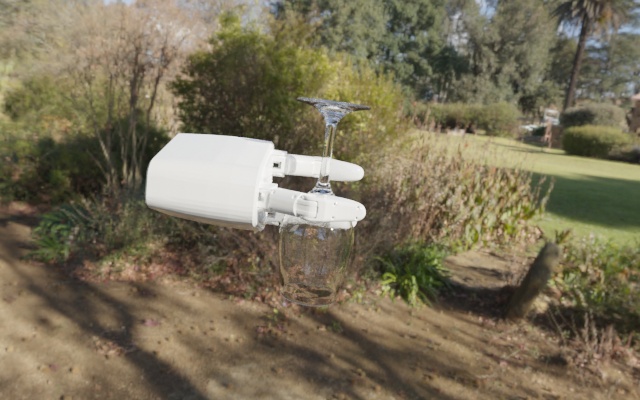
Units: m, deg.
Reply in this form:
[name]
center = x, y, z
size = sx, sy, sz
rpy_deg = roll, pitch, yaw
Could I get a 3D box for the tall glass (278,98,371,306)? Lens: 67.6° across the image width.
[tall glass]
center = 0.000, 0.001, 0.486
size = 0.079, 0.201, 0.079
rpy_deg = 7, 9, -1
